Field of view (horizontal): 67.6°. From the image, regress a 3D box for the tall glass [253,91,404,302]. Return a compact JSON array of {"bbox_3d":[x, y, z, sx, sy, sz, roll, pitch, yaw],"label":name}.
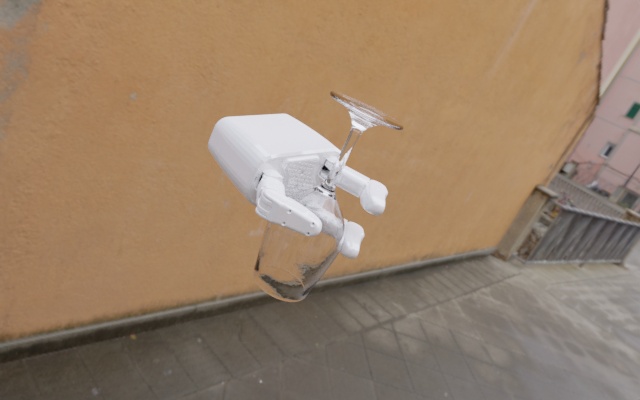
[{"bbox_3d":[0.000,0.001,0.465,0.079,0.201,0.079,24,19,-8],"label":"tall glass"}]
